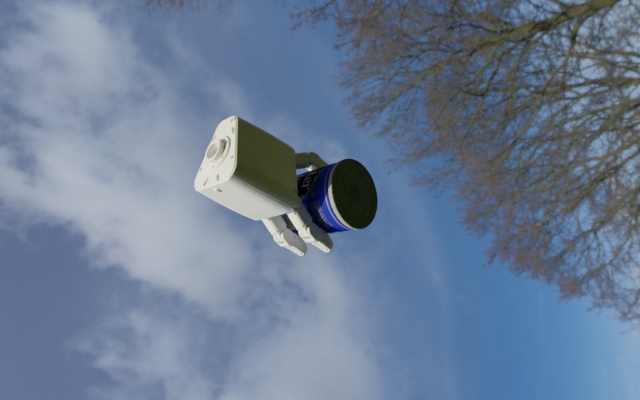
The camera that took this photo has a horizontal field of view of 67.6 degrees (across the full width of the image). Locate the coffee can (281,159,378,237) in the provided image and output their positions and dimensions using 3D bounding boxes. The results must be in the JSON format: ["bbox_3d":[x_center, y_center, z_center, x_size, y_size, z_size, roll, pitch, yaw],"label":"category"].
[{"bbox_3d":[0.000,0.002,0.724,0.140,0.103,0.103,-14,-10,42],"label":"coffee can"}]
